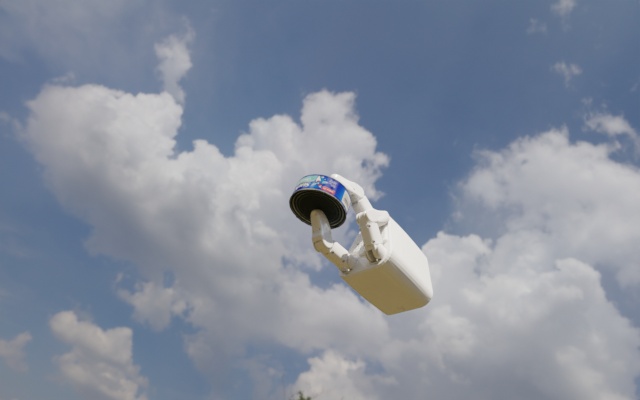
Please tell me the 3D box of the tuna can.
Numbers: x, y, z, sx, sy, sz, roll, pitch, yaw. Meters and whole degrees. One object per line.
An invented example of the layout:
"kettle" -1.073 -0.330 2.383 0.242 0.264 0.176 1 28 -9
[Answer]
"tuna can" 0.000 0.002 0.692 0.086 0.033 0.086 13 -39 11
